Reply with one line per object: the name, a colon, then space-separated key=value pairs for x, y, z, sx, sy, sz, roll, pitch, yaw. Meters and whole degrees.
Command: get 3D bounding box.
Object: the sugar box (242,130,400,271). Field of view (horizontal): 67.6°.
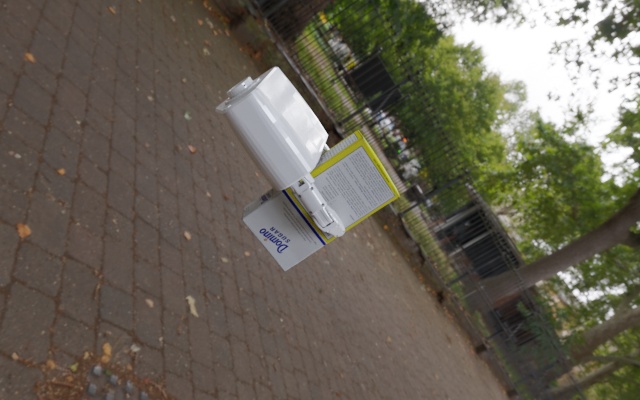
sugar box: x=0.000 y=0.002 z=0.593 sx=0.176 sy=0.093 sz=0.048 roll=-32 pitch=21 yaw=10
